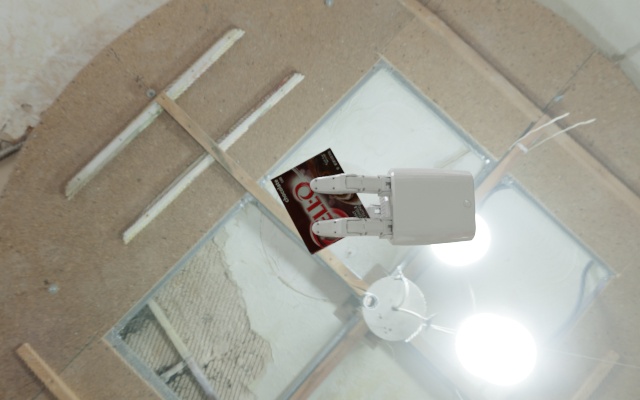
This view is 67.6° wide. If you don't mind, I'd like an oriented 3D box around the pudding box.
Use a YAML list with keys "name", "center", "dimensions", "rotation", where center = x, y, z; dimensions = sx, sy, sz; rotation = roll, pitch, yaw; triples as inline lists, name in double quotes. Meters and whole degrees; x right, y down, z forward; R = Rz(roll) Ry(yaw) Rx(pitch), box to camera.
- name: "pudding box"
  center: [0.000, 0.002, 0.625]
  dimensions: [0.090, 0.113, 0.039]
  rotation: [-29, -7, -5]
